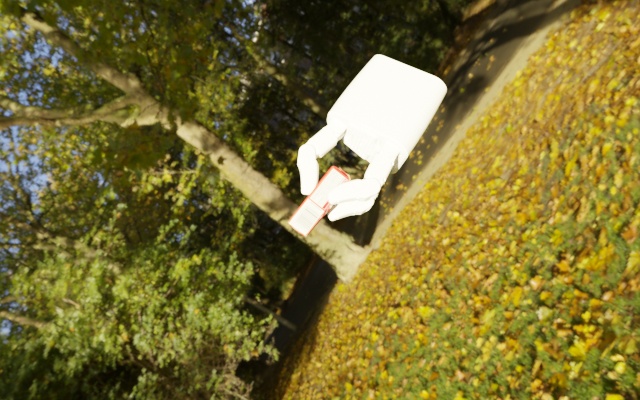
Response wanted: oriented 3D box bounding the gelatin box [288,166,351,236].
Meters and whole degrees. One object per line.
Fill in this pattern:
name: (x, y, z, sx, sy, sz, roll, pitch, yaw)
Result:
gelatin box: (0.000, 0.002, 0.590, 0.030, 0.089, 0.073, 38, -2, 2)
